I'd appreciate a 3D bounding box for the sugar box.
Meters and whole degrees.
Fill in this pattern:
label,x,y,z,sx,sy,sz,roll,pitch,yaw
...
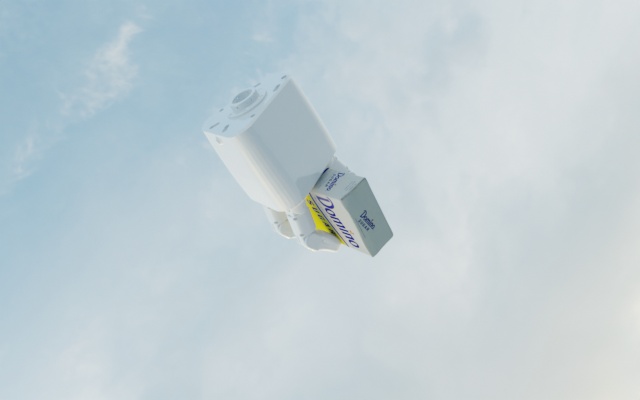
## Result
label,x,y,z,sx,sy,sz,roll,pitch,yaw
sugar box,0.000,0.002,0.586,0.048,0.093,0.176,-43,35,-19
